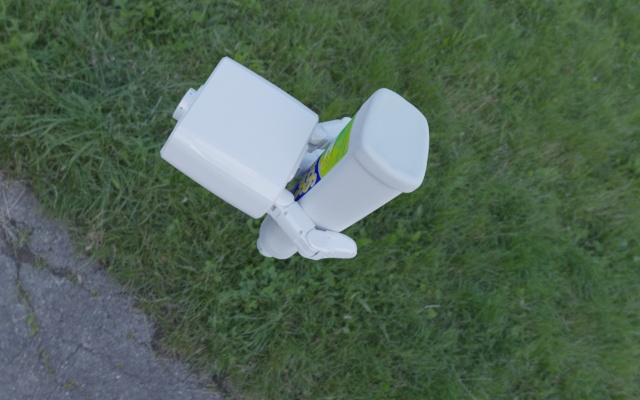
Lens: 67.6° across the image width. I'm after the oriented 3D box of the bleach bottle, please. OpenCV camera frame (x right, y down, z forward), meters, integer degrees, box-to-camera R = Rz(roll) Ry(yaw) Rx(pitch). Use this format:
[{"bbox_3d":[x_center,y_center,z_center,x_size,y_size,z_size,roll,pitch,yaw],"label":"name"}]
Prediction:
[{"bbox_3d":[0.000,0.002,0.484,0.068,0.102,0.251,33,-43,-15],"label":"bleach bottle"}]
